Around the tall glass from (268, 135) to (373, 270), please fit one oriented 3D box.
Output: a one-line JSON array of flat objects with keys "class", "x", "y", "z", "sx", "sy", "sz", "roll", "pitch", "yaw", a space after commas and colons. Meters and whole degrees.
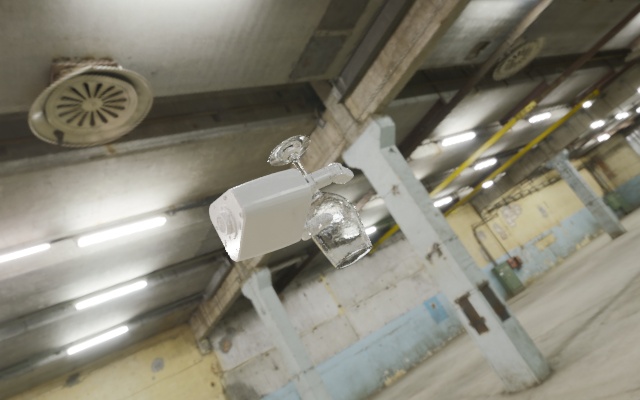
[{"class": "tall glass", "x": 0.000, "y": 0.002, "z": 0.716, "sx": 0.079, "sy": 0.201, "sz": 0.079, "roll": -28, "pitch": -18, "yaw": -10}]
